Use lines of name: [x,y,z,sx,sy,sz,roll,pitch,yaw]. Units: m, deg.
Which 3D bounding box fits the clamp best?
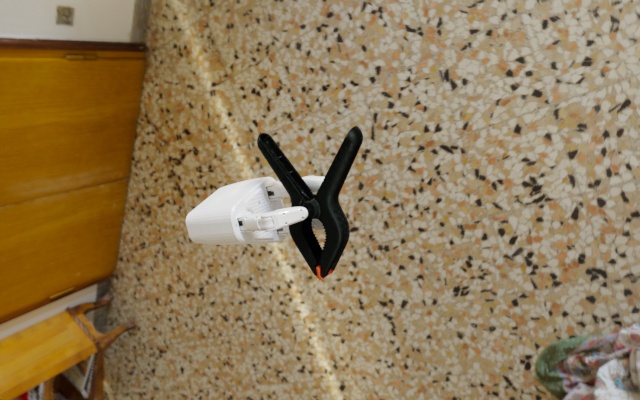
clamp: [0.000,0.003,0.628,0.164,0.210,0.036,-6,11,39]
